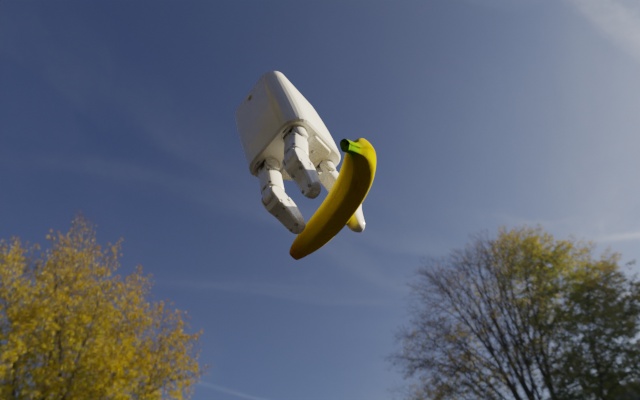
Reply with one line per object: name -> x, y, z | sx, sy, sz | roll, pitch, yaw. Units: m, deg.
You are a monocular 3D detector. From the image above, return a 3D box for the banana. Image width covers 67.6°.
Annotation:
banana -> 0.017, -0.003, 0.528 | 0.069, 0.037, 0.198 | -9, -37, -29
